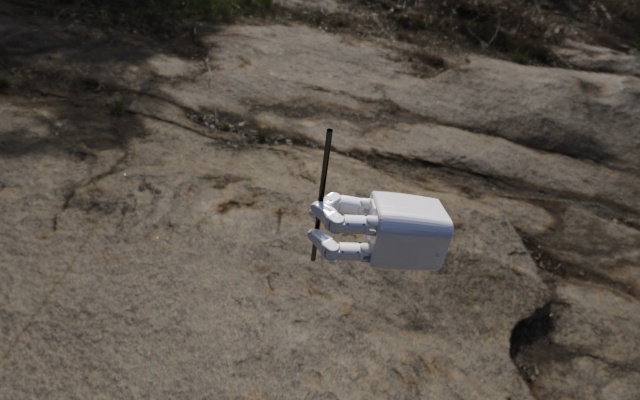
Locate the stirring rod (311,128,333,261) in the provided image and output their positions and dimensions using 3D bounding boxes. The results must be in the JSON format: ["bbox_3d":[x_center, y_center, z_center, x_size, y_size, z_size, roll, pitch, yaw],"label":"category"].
[{"bbox_3d":[0.000,0.002,0.684,0.011,0.240,0.011,4,40,-4],"label":"stirring rod"}]
